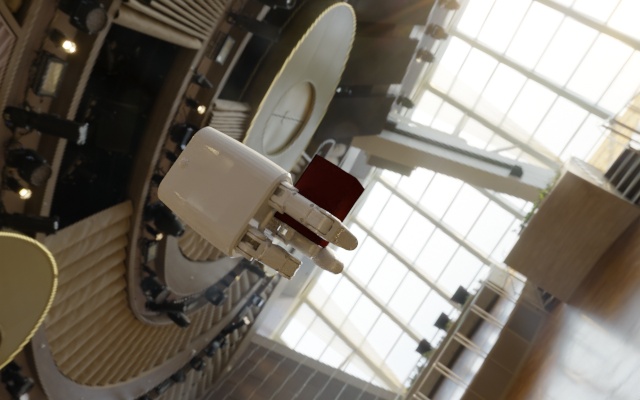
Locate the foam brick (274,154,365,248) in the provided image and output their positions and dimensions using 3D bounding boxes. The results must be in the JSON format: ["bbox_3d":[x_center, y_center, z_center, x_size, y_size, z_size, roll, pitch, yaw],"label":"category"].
[{"bbox_3d":[0.000,0.001,0.488,0.051,0.078,0.053,33,-3,18],"label":"foam brick"}]
